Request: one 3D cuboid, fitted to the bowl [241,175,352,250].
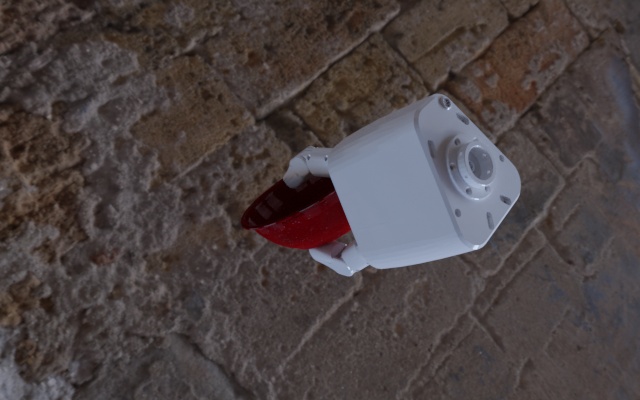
[{"bbox_3d":[0.000,0.002,0.494,0.162,0.055,0.162,-28,17,9],"label":"bowl"}]
